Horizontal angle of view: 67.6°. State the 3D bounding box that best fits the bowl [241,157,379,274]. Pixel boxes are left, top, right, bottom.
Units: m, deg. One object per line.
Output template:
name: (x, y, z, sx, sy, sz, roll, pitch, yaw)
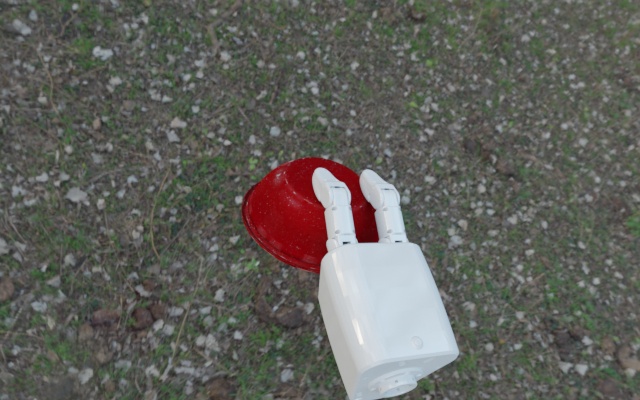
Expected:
bowl: (0.000, 0.000, 0.512, 0.162, 0.055, 0.162, 13, 36, -9)
